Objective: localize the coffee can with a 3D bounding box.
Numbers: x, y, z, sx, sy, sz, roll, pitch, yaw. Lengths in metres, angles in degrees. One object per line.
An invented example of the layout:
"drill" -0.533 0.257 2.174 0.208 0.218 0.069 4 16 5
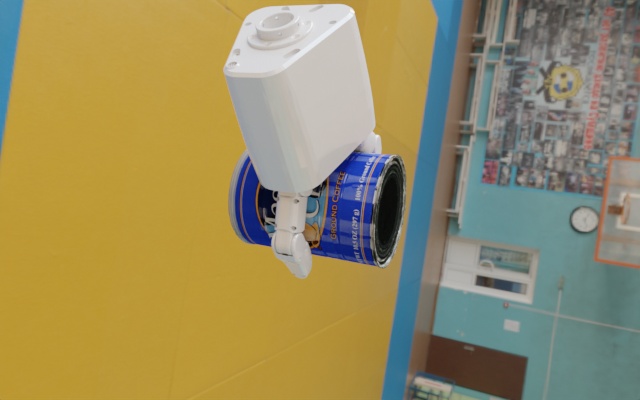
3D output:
"coffee can" 0.000 0.002 0.452 0.140 0.103 0.103 8 3 23
